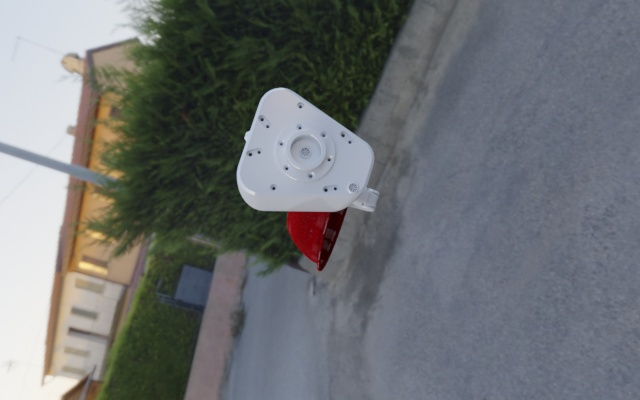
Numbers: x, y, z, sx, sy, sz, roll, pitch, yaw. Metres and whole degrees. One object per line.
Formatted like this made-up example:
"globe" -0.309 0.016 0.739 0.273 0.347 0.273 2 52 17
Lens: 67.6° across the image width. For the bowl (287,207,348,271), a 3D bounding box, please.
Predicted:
"bowl" 0.000 0.002 0.589 0.055 0.162 0.162 17 3 9
